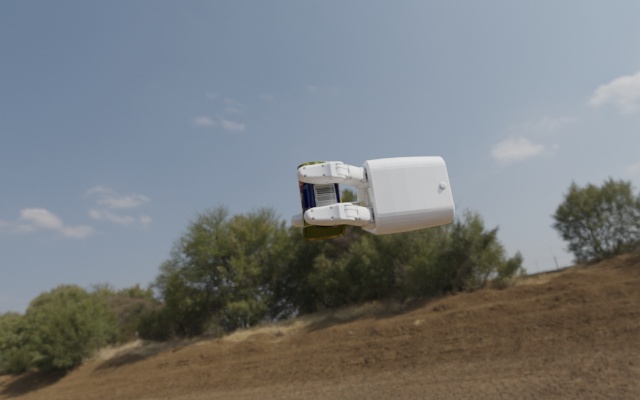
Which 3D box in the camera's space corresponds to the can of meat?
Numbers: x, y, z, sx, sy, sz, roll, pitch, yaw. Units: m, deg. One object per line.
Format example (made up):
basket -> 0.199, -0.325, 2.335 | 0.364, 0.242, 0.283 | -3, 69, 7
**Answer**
can of meat -> 0.000, 0.002, 0.640 | 0.057, 0.084, 0.102 | -7, -15, -3
